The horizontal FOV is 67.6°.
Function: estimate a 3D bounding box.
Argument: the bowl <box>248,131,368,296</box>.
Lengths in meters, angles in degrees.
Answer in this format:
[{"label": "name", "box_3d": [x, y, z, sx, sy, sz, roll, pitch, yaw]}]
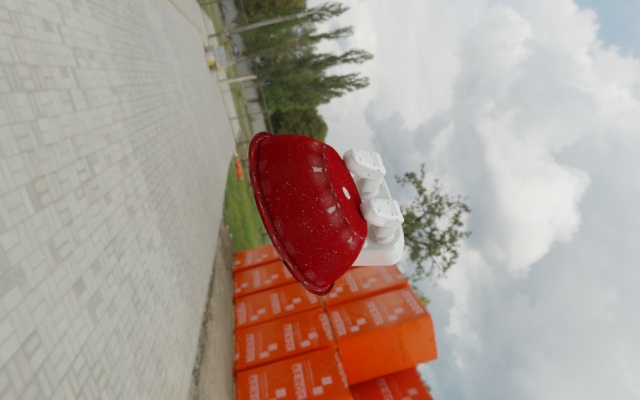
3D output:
[{"label": "bowl", "box_3d": [0.000, 0.001, 0.435, 0.055, 0.162, 0.162, -22, -7, 17]}]
